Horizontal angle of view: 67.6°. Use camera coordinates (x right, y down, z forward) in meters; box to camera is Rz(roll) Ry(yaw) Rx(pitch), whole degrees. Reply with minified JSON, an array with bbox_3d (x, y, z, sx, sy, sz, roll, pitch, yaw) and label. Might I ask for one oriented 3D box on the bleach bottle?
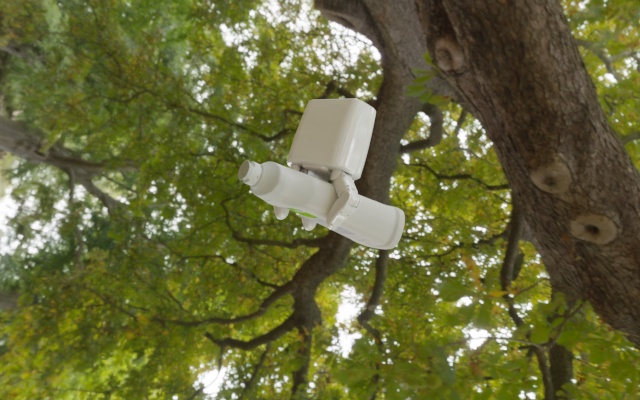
[{"bbox_3d":[0.000,0.002,0.686,0.251,0.068,0.102,24,-13,-34],"label":"bleach bottle"}]
